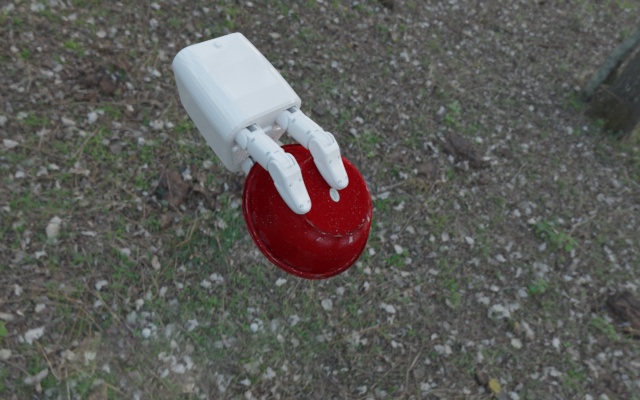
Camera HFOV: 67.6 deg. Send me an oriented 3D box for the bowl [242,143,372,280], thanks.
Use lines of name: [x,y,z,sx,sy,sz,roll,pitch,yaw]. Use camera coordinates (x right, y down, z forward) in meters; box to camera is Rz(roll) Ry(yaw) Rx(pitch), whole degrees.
bowl: [0.001,0.003,0.520,0.162,0.162,0.055,0,-18,-30]
